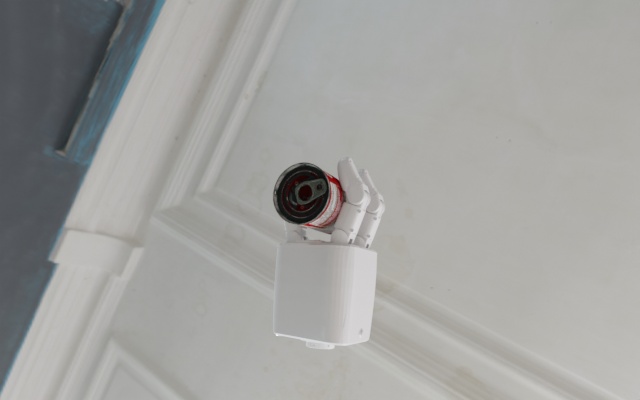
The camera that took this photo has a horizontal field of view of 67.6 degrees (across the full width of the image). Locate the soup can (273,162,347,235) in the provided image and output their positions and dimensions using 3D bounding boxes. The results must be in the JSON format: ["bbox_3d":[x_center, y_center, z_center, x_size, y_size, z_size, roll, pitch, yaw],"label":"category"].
[{"bbox_3d":[0.000,0.001,0.551,0.068,0.068,0.102,0,-11,25],"label":"soup can"}]
